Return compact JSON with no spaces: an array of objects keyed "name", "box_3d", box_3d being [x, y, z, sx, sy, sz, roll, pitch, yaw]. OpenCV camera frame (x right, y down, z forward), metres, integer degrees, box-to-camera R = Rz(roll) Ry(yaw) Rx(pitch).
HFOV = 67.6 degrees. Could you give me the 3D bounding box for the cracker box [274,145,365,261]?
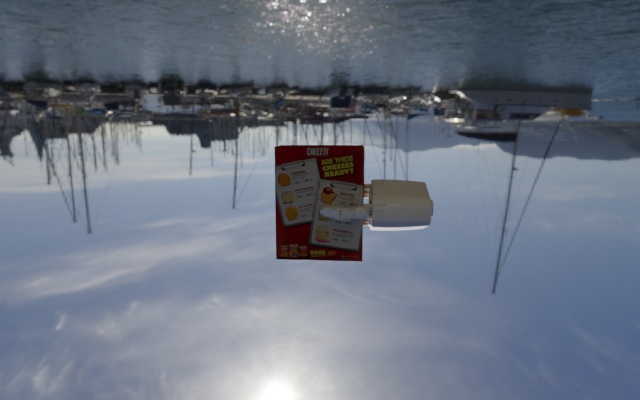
[{"name":"cracker box","box_3d":[0.000,0.003,0.899,0.164,0.214,0.072,1,10,4]}]
